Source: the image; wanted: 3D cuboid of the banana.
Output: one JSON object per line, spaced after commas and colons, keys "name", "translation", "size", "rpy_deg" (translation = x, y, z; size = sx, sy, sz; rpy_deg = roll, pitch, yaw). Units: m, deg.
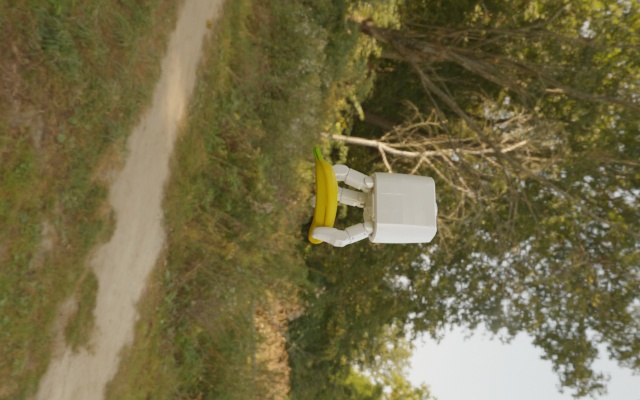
{"name": "banana", "translation": [0.004, 0.011, 0.800], "size": [0.037, 0.198, 0.069], "rpy_deg": [-3, 37, -12]}
